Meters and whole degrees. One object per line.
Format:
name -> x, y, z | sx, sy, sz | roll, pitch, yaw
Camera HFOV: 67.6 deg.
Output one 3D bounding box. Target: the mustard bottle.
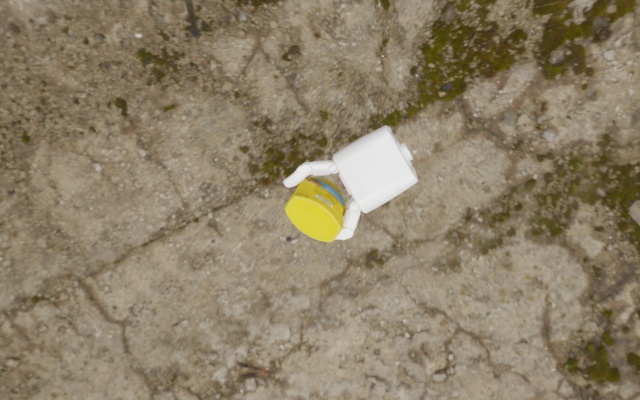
mustard bottle -> 0.000, 0.003, 0.834 | 0.096, 0.058, 0.191 | 33, 18, -3
